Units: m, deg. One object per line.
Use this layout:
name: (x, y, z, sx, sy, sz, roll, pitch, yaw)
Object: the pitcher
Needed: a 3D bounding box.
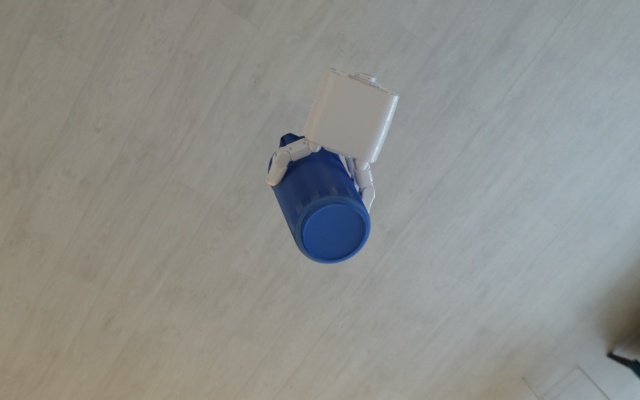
pitcher: (0.000, 0.002, 0.753, 0.149, 0.145, 0.242, 15, 21, -18)
